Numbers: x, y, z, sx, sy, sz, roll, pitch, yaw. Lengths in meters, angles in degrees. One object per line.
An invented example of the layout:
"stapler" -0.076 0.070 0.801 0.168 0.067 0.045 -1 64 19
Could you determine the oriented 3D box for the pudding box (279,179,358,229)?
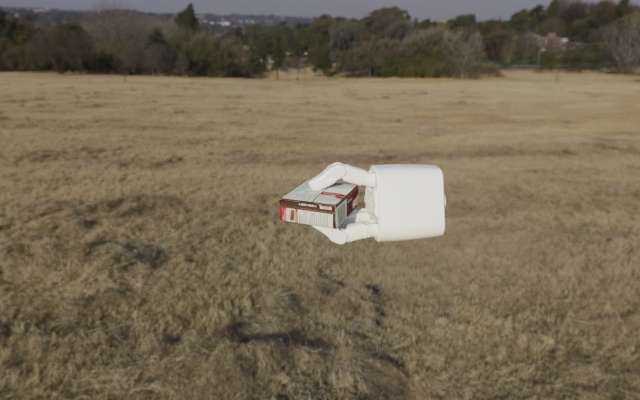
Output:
"pudding box" 0.000 0.002 0.722 0.090 0.039 0.113 6 18 20
